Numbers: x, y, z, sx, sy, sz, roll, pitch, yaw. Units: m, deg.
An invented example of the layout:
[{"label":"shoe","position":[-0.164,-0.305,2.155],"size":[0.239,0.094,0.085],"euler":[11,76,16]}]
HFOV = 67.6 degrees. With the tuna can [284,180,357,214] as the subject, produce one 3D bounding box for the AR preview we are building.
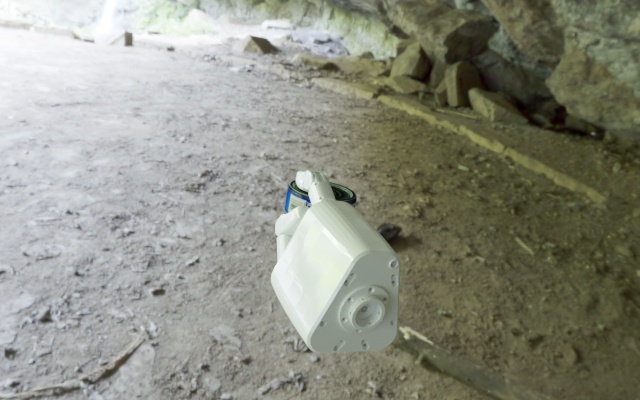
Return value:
[{"label":"tuna can","position":[0.000,0.001,0.577],"size":[0.086,0.034,0.086],"euler":[10,17,-3]}]
